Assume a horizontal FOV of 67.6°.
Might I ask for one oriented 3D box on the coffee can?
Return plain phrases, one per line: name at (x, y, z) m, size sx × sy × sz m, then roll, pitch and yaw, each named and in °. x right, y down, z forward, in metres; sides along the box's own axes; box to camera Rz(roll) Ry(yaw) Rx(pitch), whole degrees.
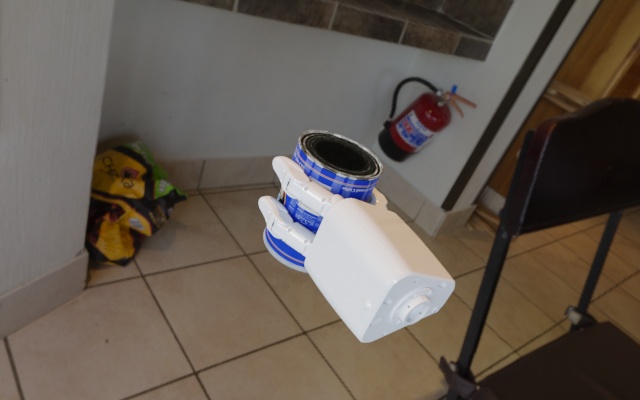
coffee can at (0.000, 0.002, 0.574) m, size 0.103 × 0.140 × 0.102 m, roll 17°, pitch 30°, yaw -10°
